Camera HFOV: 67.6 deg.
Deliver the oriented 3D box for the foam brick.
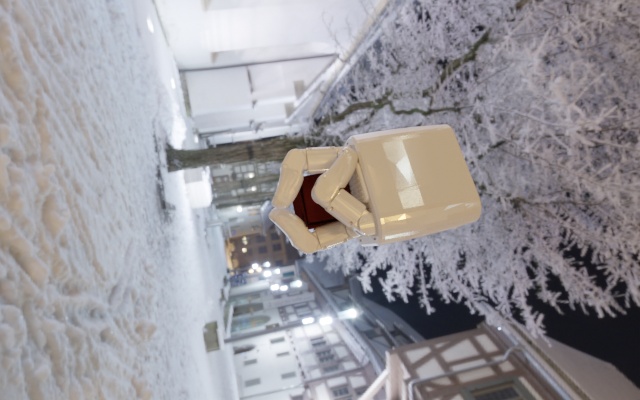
[{"bbox_3d":[0.000,0.002,0.517,0.051,0.053,0.078,-11,-4,-10],"label":"foam brick"}]
